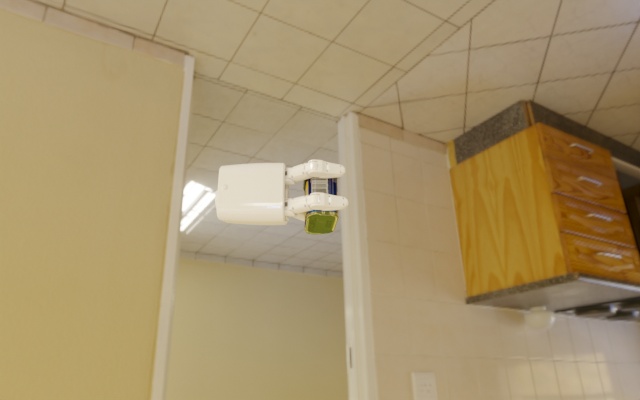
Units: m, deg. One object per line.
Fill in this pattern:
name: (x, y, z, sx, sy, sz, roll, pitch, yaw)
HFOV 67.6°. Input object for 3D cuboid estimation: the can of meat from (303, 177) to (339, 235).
can of meat: (0.000, 0.003, 0.801, 0.057, 0.084, 0.102, 1, -23, -4)
